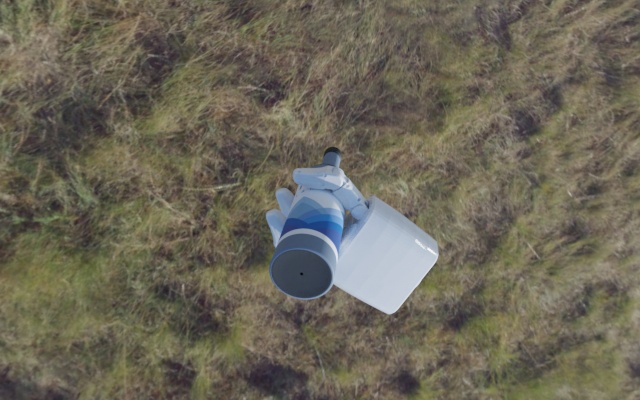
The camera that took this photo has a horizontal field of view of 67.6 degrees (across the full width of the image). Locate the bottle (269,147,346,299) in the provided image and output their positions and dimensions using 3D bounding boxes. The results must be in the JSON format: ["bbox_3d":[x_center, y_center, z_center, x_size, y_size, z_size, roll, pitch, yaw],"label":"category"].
[{"bbox_3d":[0.000,0.002,0.604,0.069,0.069,0.295,0,29,9],"label":"bottle"}]
